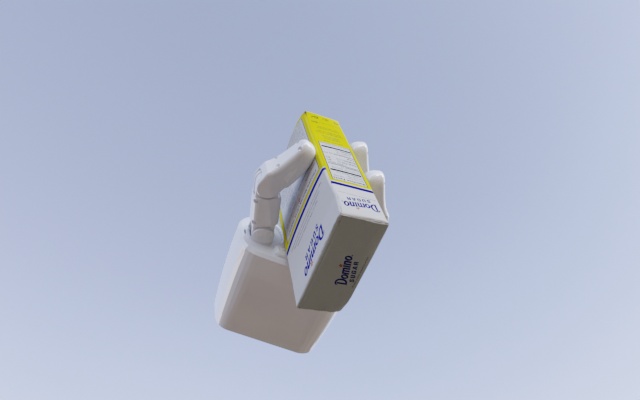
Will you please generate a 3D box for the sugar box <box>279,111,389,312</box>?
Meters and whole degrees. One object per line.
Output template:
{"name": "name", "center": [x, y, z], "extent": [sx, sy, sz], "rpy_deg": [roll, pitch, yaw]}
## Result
{"name": "sugar box", "center": [0.001, 0.002, 0.416], "extent": [0.048, 0.093, 0.176], "rpy_deg": [11, 31, -22]}
